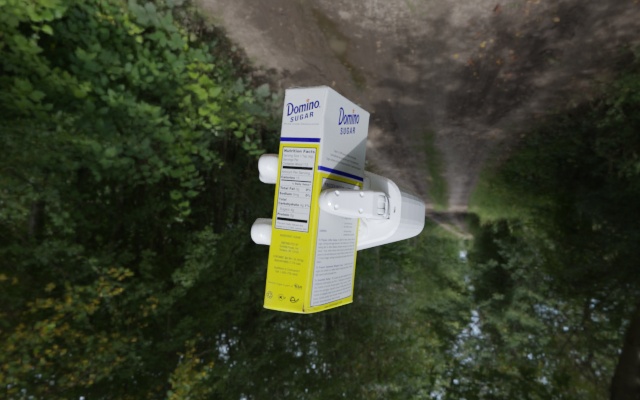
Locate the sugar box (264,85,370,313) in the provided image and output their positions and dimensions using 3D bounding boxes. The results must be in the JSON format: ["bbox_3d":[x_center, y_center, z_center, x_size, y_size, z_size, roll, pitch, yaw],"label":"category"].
[{"bbox_3d":[0.000,0.001,0.407,0.048,0.176,0.093,2,-3,27],"label":"sugar box"}]
